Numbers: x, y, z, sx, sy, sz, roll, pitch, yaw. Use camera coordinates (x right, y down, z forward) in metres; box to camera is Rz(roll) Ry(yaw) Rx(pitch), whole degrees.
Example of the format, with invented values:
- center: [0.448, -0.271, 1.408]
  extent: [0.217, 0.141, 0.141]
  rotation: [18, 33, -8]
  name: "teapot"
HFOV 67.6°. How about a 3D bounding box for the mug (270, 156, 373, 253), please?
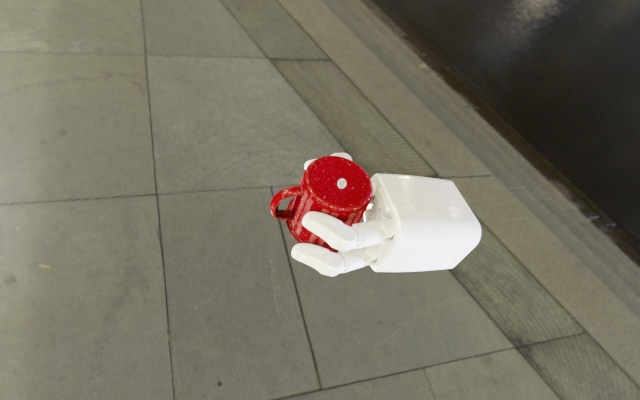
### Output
- center: [-0.001, 0.002, 0.555]
  extent: [0.117, 0.093, 0.081]
  rotation: [1, -36, -17]
  name: "mug"
